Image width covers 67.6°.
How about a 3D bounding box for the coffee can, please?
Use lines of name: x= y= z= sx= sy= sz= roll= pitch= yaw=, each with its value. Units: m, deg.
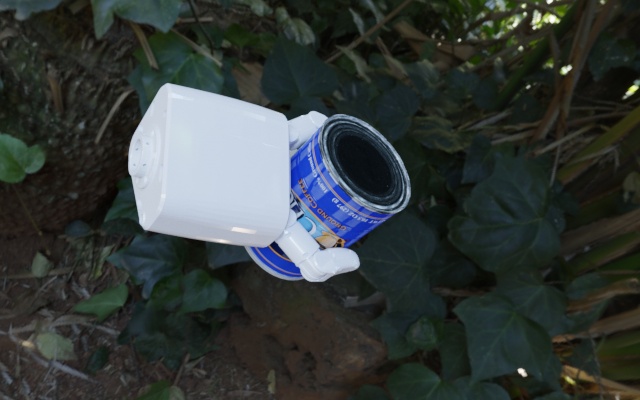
coffee can: x=0.000 y=0.002 z=0.457 sx=0.103 sy=0.102 sz=0.140 roll=0 pitch=-30 yaw=-43
